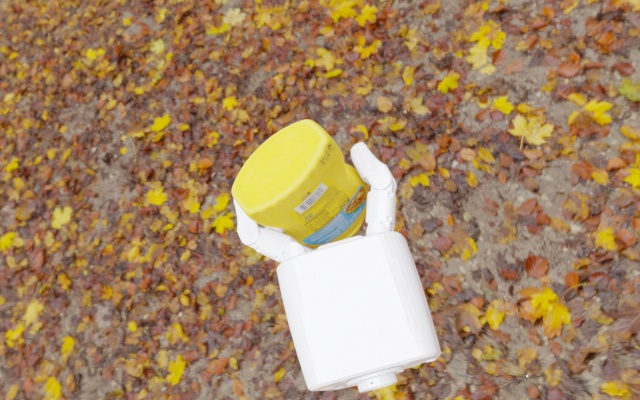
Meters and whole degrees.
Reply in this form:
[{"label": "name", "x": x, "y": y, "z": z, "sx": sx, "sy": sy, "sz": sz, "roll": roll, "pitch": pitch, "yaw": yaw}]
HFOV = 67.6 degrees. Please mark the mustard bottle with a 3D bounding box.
[{"label": "mustard bottle", "x": 0.000, "y": 0.001, "z": 0.472, "sx": 0.058, "sy": 0.096, "sz": 0.192, "roll": 47, "pitch": 3, "yaw": 30}]
